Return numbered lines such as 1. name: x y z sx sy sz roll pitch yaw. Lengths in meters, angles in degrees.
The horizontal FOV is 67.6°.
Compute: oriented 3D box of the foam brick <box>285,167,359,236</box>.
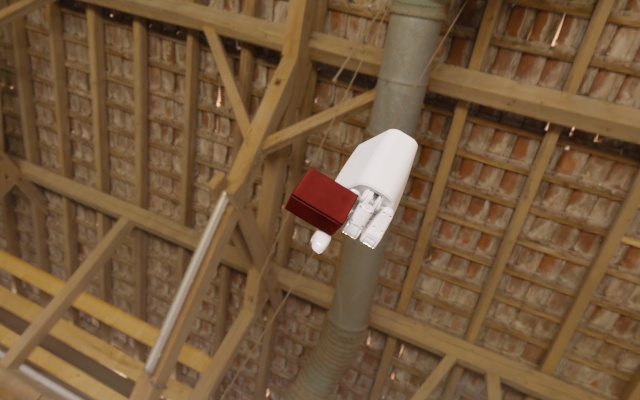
1. foam brick: 0.000 0.002 0.640 0.078 0.051 0.053 31 -24 -3
